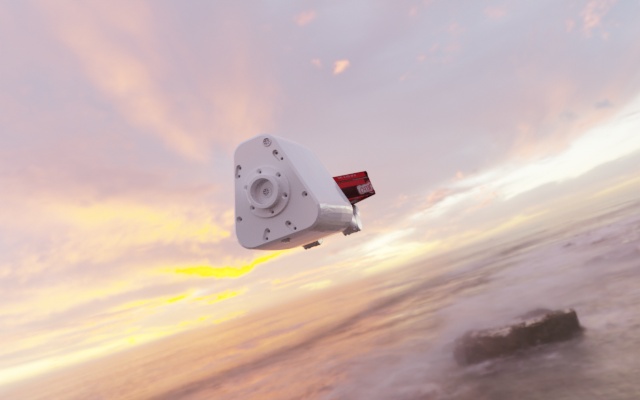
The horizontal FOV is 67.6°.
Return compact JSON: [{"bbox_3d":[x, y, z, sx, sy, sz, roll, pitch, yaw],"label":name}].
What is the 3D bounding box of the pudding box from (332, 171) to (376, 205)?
[{"bbox_3d":[0.000,0.002,0.612,0.090,0.039,0.113,-11,-10,-45],"label":"pudding box"}]
